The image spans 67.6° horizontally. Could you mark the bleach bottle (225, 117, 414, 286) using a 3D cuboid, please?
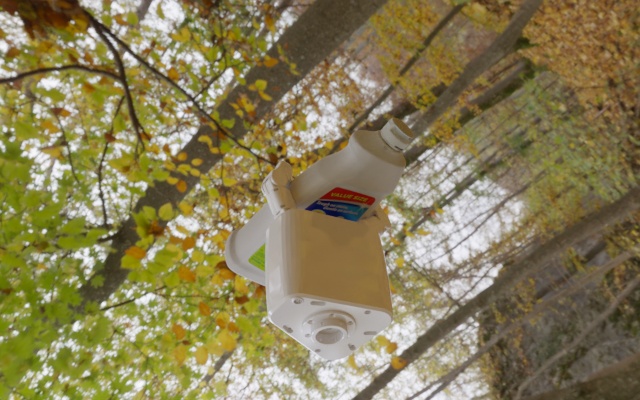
[{"bbox_3d":[0.000,0.002,0.534,0.102,0.068,0.251,29,-57,-25],"label":"bleach bottle"}]
